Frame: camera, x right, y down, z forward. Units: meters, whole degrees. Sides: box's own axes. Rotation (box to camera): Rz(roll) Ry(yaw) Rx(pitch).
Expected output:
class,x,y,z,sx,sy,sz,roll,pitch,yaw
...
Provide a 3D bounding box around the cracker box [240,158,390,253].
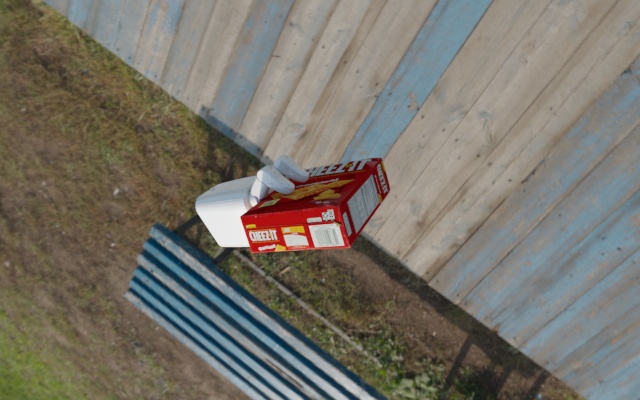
class,x,y,z,sx,sy,sz,roll,pitch,yaw
cracker box,0.000,0.003,0.756,0.164,0.072,0.213,-6,20,27
